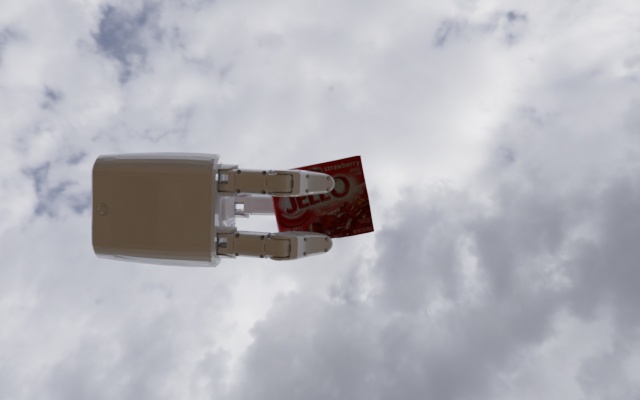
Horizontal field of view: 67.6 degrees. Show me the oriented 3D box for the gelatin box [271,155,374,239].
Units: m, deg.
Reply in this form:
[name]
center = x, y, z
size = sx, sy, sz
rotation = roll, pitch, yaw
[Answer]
[gelatin box]
center = 0.000, 0.001, 0.449
size = 0.089, 0.073, 0.030
rotation = -11, 5, -4
